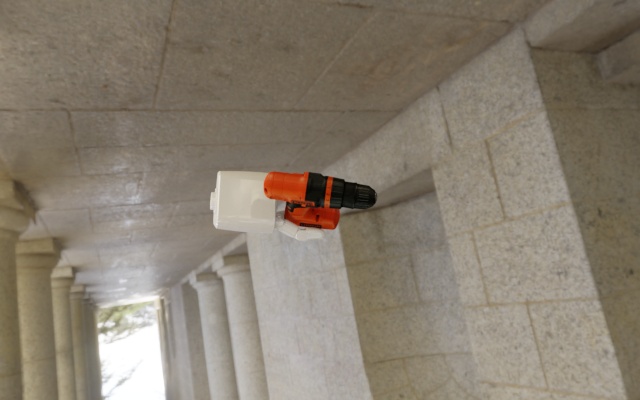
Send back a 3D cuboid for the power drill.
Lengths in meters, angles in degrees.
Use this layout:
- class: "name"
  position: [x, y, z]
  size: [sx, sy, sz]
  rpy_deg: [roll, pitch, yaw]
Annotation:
- class: "power drill"
  position: [0.000, 0.003, 0.839]
  size: [0.184, 0.057, 0.188]
  rpy_deg: [9, -17, 3]
